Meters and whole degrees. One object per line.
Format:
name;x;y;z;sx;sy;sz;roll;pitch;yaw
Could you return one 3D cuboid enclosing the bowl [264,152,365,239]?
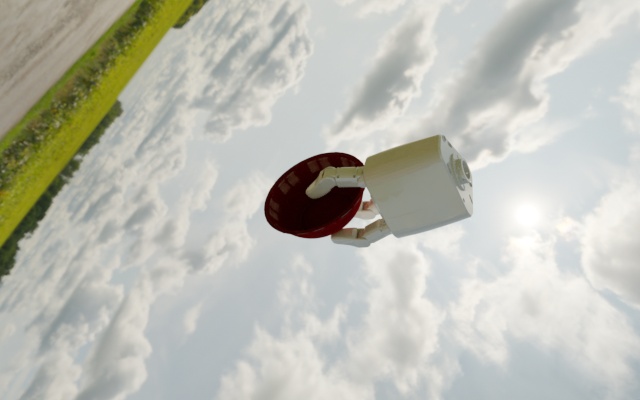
bowl;-0.001;0.003;0.704;0.162;0.162;0.055;0;-42;30
